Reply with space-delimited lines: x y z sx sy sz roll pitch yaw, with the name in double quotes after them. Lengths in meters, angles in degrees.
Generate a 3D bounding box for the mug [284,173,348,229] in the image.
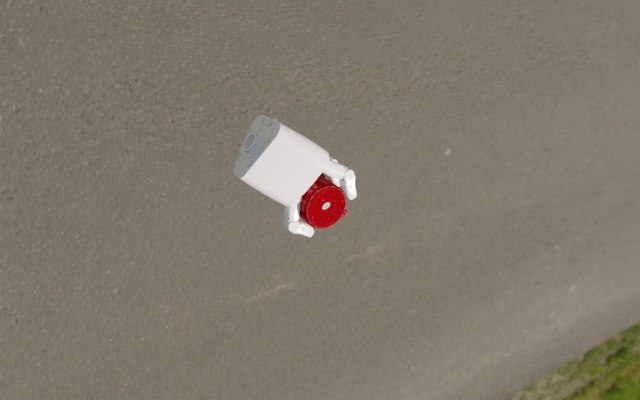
0.001 0.003 0.842 0.117 0.093 0.081 28 5 -36 "mug"
